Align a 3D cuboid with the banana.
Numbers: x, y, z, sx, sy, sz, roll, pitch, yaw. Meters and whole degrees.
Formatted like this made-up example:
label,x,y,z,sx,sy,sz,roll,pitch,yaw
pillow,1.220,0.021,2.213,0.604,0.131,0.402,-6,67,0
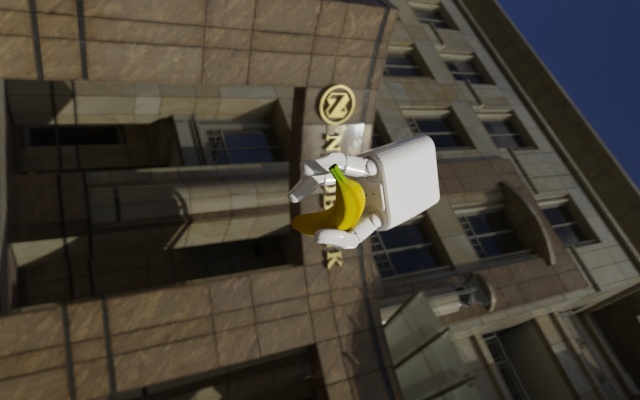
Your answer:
label,x,y,z,sx,sy,sz,roll,pitch,yaw
banana,0.014,0.014,0.641,0.037,0.069,0.198,-40,-6,-30
